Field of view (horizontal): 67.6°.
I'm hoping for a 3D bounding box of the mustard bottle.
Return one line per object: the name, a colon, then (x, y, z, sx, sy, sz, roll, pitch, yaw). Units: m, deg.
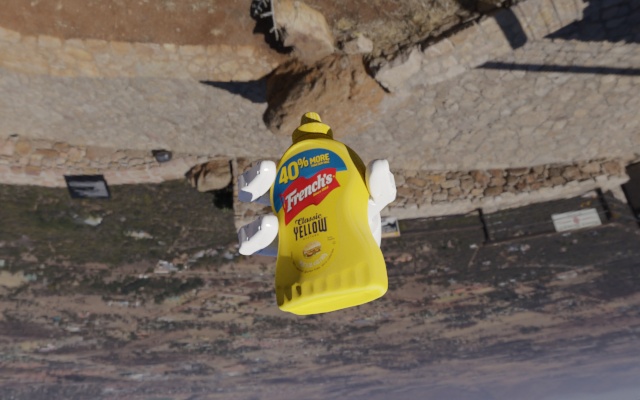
mustard bottle: (0.000, 0.002, 0.442, 0.096, 0.191, 0.058, -20, -28, 26)
